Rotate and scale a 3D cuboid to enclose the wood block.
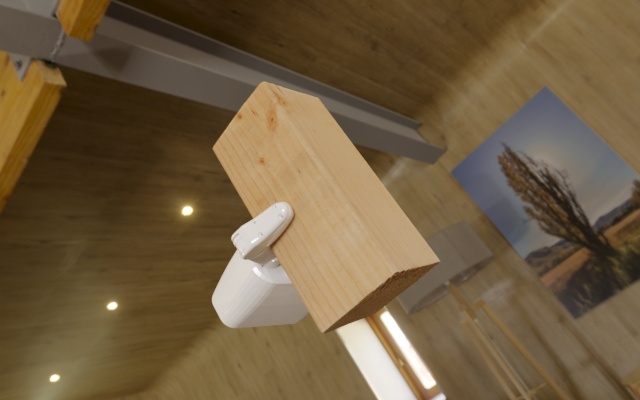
[{"bbox_3d":[0.000,0.002,0.437,0.090,0.206,0.091,-46,-24,27],"label":"wood block"}]
